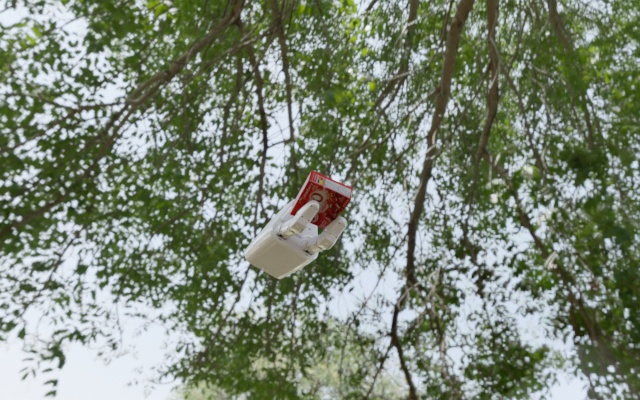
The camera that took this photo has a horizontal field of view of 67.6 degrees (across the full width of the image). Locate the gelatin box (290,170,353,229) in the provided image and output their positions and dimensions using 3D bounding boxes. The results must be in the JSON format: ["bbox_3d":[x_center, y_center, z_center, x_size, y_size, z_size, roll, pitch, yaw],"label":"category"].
[{"bbox_3d":[0.000,0.002,0.765,0.073,0.030,0.089,24,-46,-9],"label":"gelatin box"}]
